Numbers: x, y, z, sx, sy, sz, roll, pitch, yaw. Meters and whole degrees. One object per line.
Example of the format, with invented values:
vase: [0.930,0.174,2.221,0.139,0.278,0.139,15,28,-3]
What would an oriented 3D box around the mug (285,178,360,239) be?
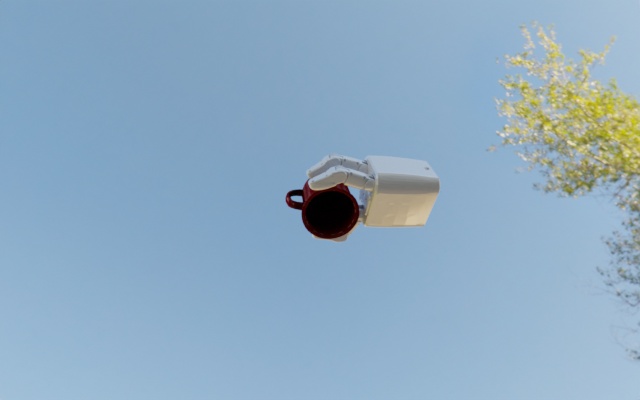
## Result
mug: [-0.001,0.002,0.788,0.117,0.093,0.081,4,27,-9]
